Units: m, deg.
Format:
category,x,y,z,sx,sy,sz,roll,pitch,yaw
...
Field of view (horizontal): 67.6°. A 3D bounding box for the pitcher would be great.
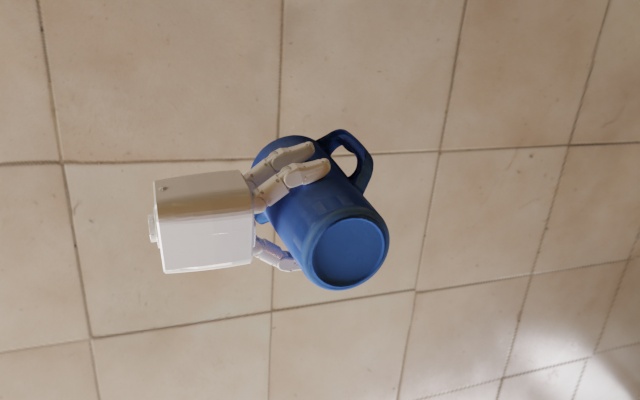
category,x,y,z,sx,sy,sz,roll,pitch,yaw
pitcher,0.000,0.002,0.626,0.145,0.149,0.242,-5,25,-18
